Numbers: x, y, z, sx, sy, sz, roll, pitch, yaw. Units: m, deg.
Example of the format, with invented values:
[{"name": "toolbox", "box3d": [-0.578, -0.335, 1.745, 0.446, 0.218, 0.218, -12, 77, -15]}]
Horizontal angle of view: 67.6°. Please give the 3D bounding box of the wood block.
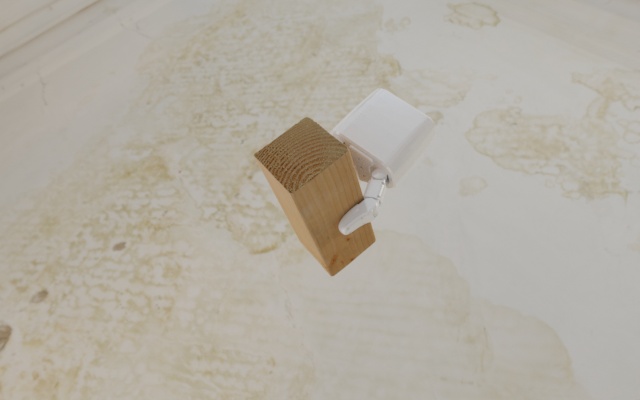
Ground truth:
[{"name": "wood block", "box3d": [0.001, 0.002, 0.651, 0.090, 0.090, 0.206, 43, -14, 37]}]
